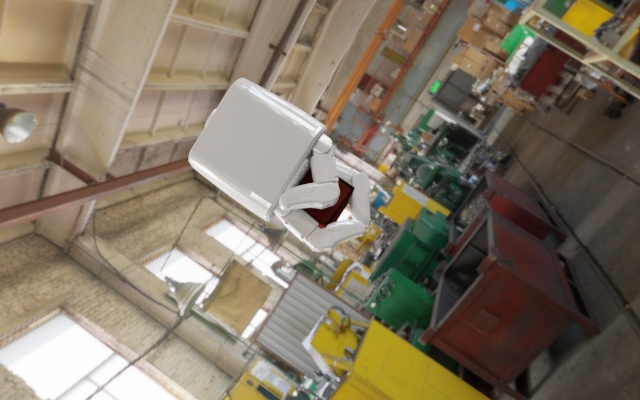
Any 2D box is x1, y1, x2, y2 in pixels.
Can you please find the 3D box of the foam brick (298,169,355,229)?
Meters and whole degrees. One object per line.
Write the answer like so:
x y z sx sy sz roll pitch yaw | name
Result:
0.000 0.002 0.533 0.051 0.053 0.078 33 -14 6 | foam brick
